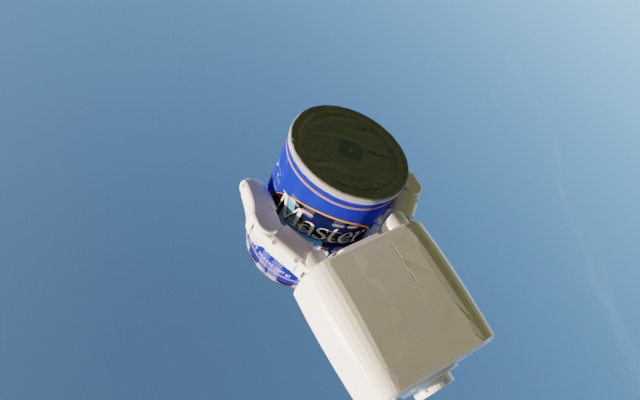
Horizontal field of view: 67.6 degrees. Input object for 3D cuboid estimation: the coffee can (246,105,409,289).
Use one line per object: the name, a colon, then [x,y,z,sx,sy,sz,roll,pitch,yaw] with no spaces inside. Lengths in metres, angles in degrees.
coffee can: [0.000,0.001,0.428,0.103,0.102,0.140,0,-37,-27]
